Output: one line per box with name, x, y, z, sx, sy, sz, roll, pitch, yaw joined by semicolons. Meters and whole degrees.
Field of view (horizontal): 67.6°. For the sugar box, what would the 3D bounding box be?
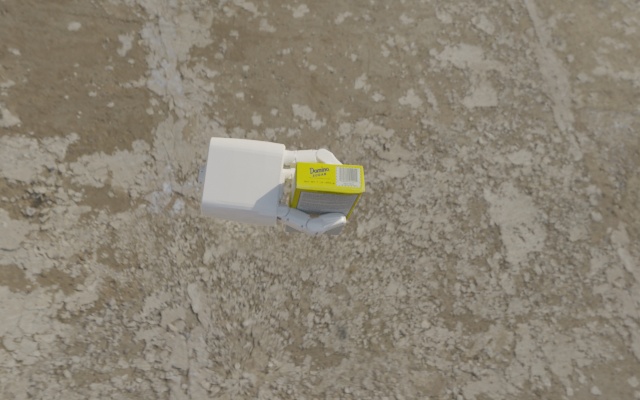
sugar box;0.000;0.002;0.707;0.093;0.048;0.176;4;-21;-8
